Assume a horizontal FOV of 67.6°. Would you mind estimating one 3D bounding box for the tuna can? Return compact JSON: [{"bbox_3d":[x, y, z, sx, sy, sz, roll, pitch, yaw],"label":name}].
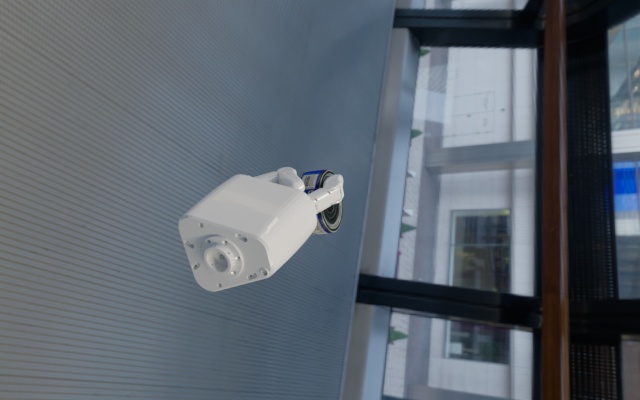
[{"bbox_3d":[0.001,0.002,0.634,0.034,0.086,0.086,-5,-2,23],"label":"tuna can"}]
